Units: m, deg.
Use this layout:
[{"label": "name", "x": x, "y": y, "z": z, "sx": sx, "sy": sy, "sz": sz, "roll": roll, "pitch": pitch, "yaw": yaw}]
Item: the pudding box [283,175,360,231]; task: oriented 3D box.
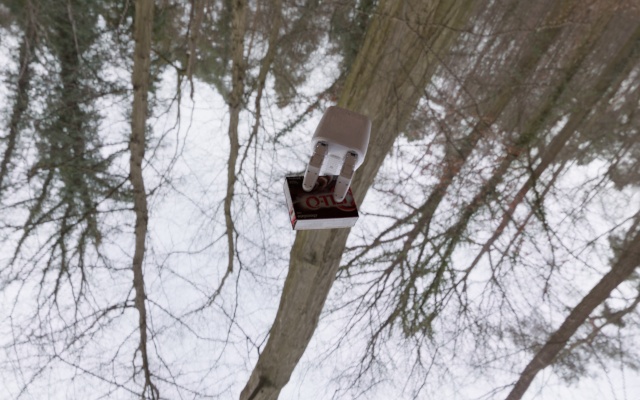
[{"label": "pudding box", "x": 0.000, "y": 0.003, "z": 0.805, "sx": 0.113, "sy": 0.090, "sz": 0.039, "roll": -4, "pitch": -36, "yaw": -17}]
